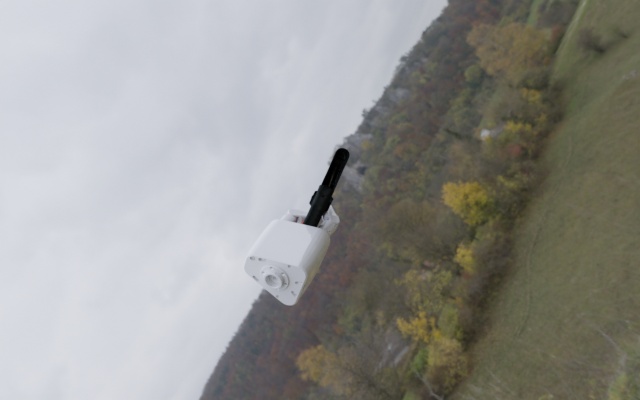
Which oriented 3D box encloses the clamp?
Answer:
[{"bbox_3d":[0.000,0.002,0.813,0.039,0.172,0.120,26,35,6],"label":"clamp"}]
